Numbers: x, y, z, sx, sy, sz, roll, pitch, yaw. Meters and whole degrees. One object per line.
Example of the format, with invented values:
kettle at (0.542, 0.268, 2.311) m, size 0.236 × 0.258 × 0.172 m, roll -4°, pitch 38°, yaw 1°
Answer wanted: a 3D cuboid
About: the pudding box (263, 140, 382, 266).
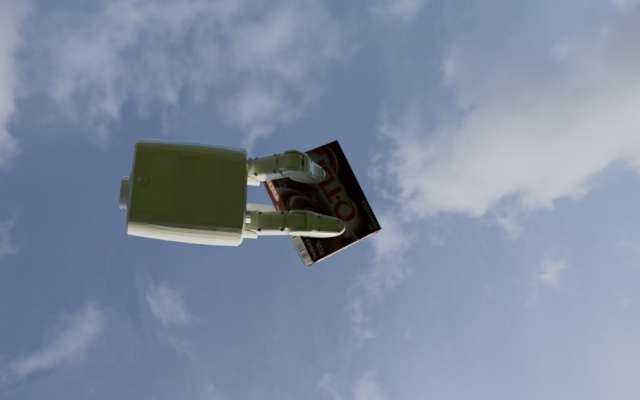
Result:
pudding box at (0.000, 0.002, 0.515) m, size 0.090 × 0.113 × 0.039 m, roll -24°, pitch -4°, yaw -24°
